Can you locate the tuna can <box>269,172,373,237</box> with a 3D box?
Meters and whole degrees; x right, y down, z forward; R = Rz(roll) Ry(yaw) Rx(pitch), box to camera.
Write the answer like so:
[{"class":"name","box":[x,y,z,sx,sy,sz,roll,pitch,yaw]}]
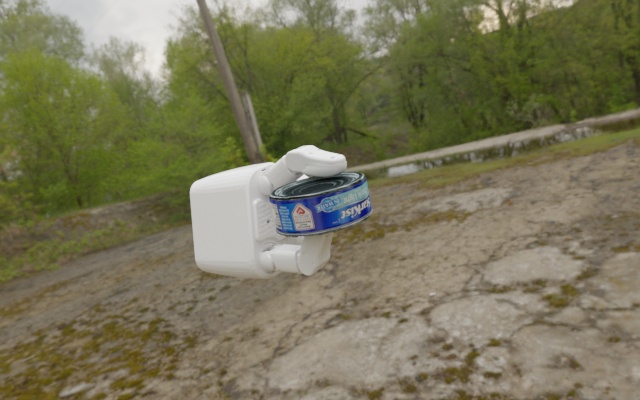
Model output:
[{"class":"tuna can","box":[0.000,0.001,0.411,0.086,0.034,0.086,-11,12,3]}]
